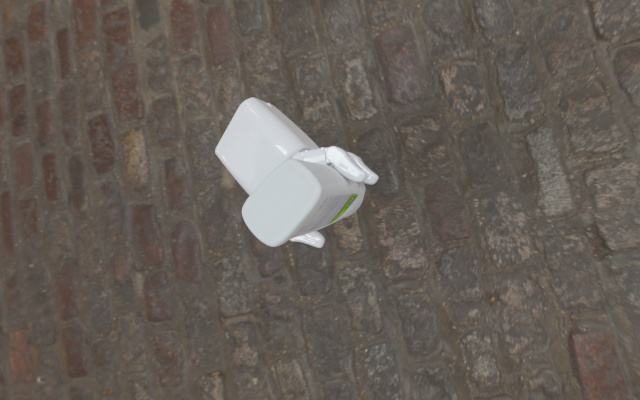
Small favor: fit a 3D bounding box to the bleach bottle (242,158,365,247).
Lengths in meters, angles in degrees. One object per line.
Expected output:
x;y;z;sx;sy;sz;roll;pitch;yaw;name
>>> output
0.000;0.002;0.639;0.068;0.102;0.251;47;14;15;bleach bottle
